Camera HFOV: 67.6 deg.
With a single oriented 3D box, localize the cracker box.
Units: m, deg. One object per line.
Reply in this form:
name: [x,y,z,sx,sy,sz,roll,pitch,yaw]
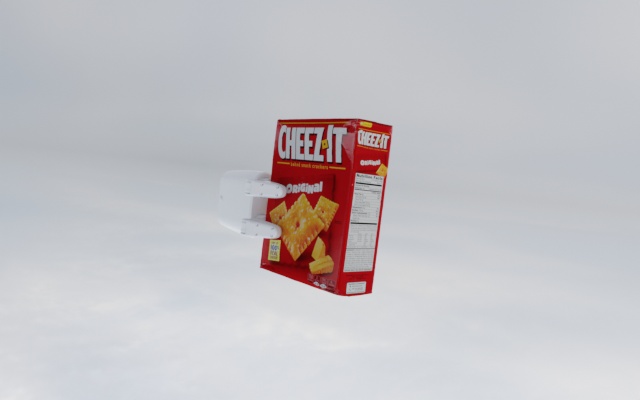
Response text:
cracker box: [0.000,0.002,0.629,0.072,0.214,0.164,4,4,-42]
